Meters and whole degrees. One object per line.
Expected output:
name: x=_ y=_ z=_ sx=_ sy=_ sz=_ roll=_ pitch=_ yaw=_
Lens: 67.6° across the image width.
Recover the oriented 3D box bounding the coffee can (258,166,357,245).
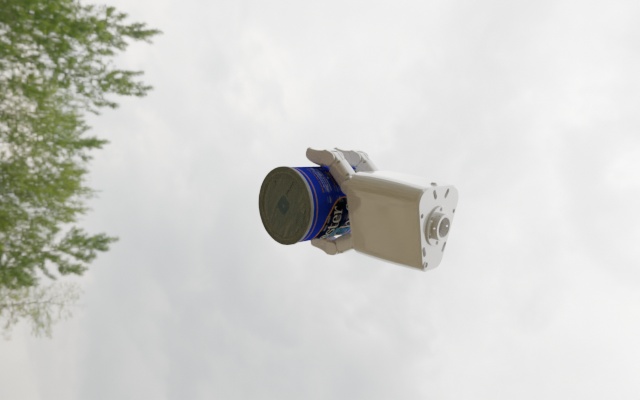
coffee can: x=0.000 y=0.002 z=0.663 sx=0.103 sy=0.103 sz=0.140 roll=0 pitch=4 yaw=45
